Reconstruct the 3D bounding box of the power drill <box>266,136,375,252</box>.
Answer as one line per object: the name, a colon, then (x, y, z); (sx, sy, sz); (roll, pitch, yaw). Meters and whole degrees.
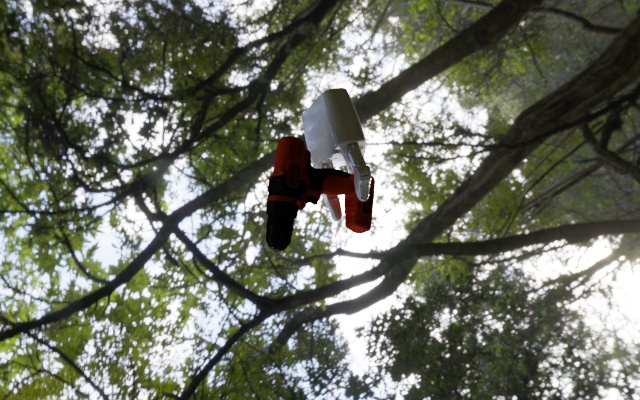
power drill: (0.001, 0.002, 0.785); (0.188, 0.184, 0.057); (15, -13, -33)
